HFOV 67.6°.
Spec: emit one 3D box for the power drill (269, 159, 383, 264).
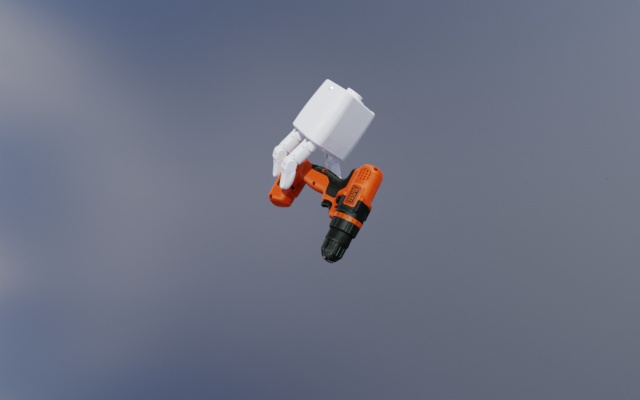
[{"bbox_3d":[0.000,0.002,0.859,0.187,0.184,0.057,21,-14,31],"label":"power drill"}]
